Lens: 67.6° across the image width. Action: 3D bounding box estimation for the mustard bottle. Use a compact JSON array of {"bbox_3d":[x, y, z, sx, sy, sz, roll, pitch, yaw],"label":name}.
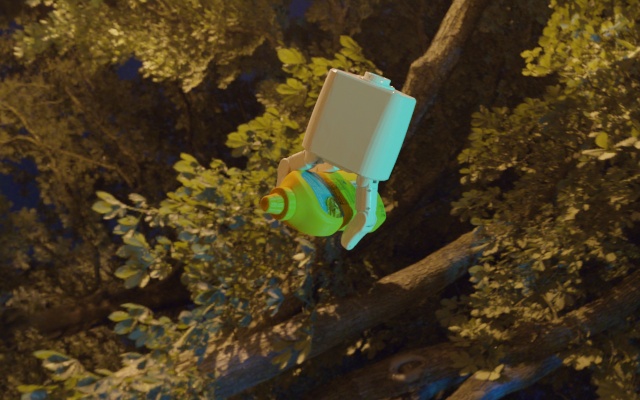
[{"bbox_3d":[0.000,0.002,0.630,0.191,0.096,0.058,-1,-38,-47],"label":"mustard bottle"}]
